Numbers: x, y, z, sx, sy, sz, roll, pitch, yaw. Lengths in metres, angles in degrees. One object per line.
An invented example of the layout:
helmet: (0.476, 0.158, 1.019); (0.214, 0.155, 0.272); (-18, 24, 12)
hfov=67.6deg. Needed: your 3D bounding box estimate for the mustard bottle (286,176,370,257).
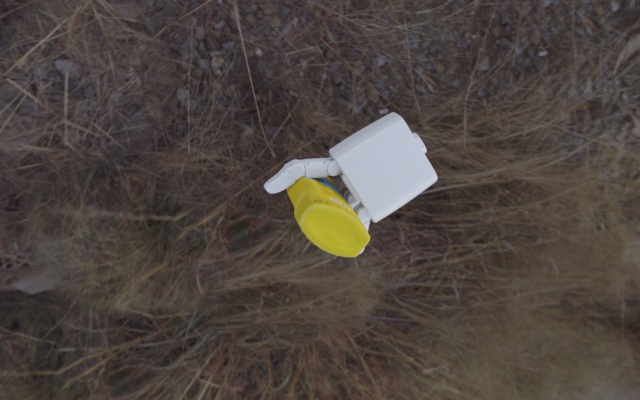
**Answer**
mustard bottle: (0.000, 0.002, 0.656); (0.096, 0.058, 0.191); (30, 13, -21)
